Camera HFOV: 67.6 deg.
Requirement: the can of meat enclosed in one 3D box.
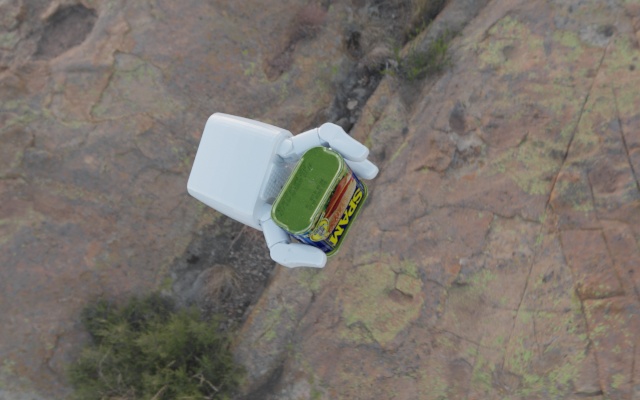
[{"bbox_3d":[0.000,0.002,0.520,0.057,0.102,0.084,24,-10,28],"label":"can of meat"}]
